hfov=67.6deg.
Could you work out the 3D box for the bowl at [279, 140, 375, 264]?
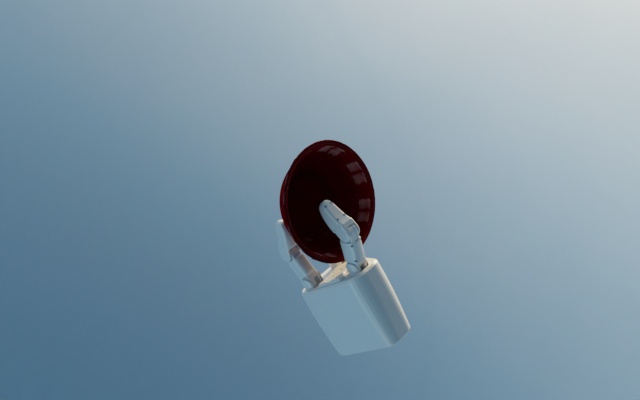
[{"bbox_3d":[0.000,0.001,0.642,0.162,0.162,0.055,0,-2,-41],"label":"bowl"}]
